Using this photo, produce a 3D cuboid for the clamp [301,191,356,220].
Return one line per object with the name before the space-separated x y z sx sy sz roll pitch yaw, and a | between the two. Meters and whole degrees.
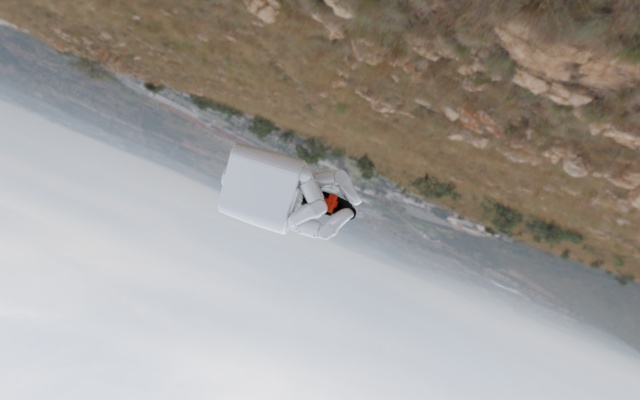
clamp | 0.000 0.003 0.777 0.120 0.039 0.171 11 -5 5
